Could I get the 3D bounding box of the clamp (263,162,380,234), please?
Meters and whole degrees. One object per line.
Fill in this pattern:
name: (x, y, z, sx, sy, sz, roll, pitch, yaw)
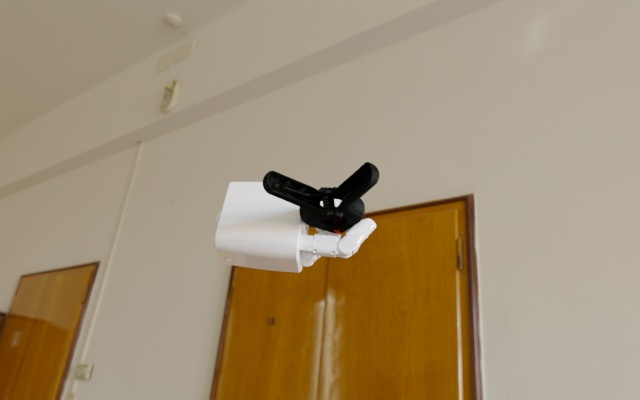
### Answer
clamp: (0.000, 0.001, 0.553, 0.120, 0.039, 0.171, 4, -24, 2)
